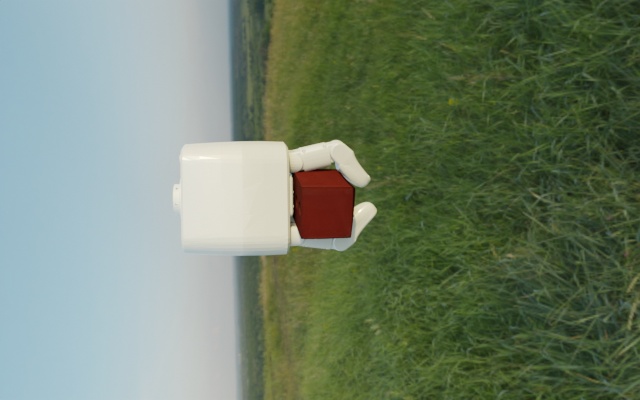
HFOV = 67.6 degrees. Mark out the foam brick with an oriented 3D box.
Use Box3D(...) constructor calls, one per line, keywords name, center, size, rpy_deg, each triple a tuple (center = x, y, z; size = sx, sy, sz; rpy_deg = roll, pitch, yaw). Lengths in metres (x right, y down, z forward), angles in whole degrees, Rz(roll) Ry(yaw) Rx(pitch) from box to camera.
Box3D(name="foam brick", center=(0.000, 0.002, 0.483), size=(0.051, 0.053, 0.078), rpy_deg=(0, 16, -11))
